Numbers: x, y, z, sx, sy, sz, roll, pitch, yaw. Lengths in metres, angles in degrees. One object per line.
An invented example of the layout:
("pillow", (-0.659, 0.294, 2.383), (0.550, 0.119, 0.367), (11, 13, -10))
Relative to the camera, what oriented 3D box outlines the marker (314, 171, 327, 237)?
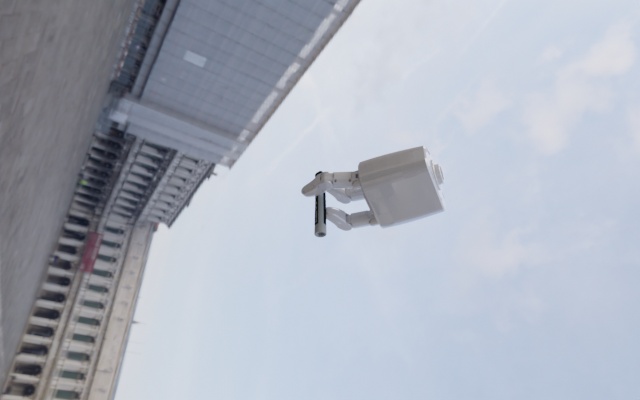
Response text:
("marker", (0.000, 0.003, 0.761), (0.020, 0.121, 0.020), (0, -35, 0))
